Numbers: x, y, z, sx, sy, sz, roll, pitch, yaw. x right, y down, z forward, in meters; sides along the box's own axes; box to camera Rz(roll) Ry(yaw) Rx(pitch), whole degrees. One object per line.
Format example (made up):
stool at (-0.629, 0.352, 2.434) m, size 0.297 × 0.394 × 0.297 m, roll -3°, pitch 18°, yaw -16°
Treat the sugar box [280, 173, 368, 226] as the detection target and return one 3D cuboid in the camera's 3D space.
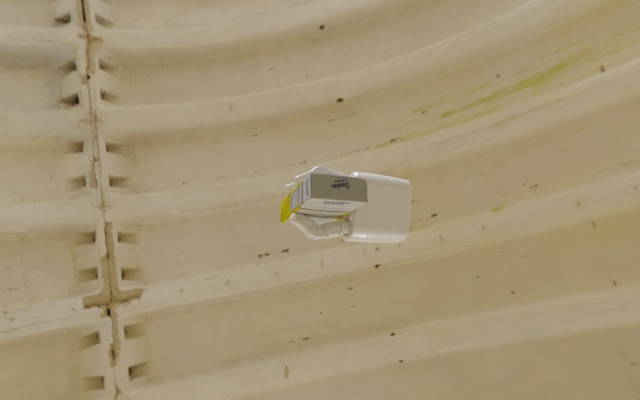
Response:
sugar box at (0.000, 0.002, 0.785) m, size 0.093 × 0.048 × 0.176 m, roll 5°, pitch -18°, yaw -19°
